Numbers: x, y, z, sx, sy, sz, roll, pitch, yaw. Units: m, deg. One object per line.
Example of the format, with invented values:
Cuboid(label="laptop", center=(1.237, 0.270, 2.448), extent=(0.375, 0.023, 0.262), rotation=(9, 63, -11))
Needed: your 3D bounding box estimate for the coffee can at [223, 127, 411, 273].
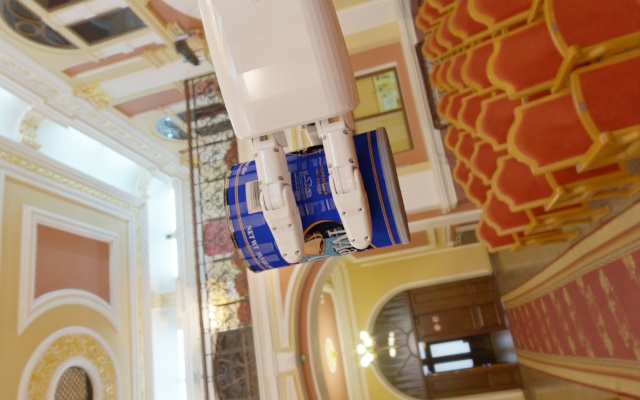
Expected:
Cuboid(label="coffee can", center=(0.000, 0.002, 0.425), extent=(0.140, 0.103, 0.103), rotation=(-13, -3, 11))
